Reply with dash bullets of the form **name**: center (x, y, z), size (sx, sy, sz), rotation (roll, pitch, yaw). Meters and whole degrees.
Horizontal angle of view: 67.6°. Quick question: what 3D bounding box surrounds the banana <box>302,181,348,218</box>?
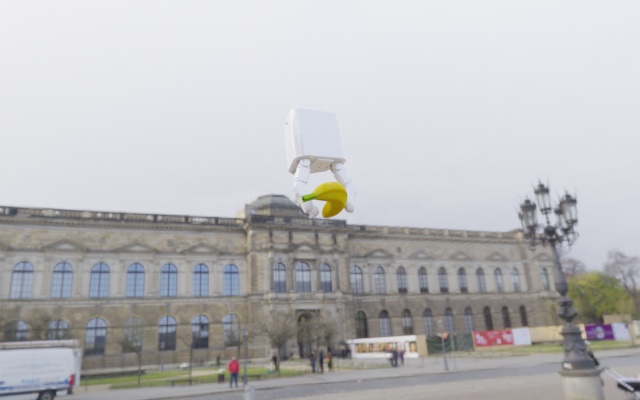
- **banana**: center (0.017, -0.002, 0.879), size (0.069, 0.037, 0.198), rotation (-15, -14, 9)
